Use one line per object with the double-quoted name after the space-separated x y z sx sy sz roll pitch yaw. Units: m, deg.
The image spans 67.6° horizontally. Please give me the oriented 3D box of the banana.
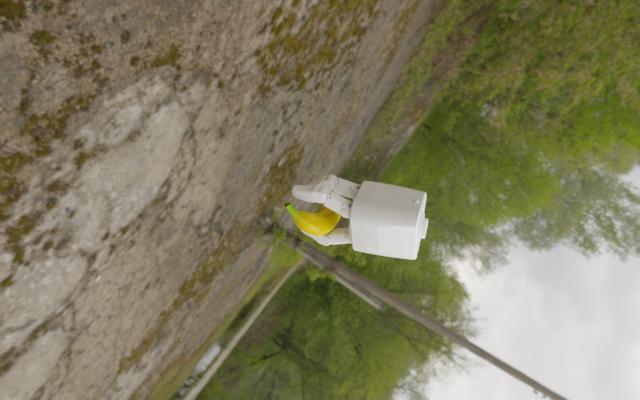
0.004 0.021 0.817 0.037 0.069 0.198 -15 2 23 "banana"
